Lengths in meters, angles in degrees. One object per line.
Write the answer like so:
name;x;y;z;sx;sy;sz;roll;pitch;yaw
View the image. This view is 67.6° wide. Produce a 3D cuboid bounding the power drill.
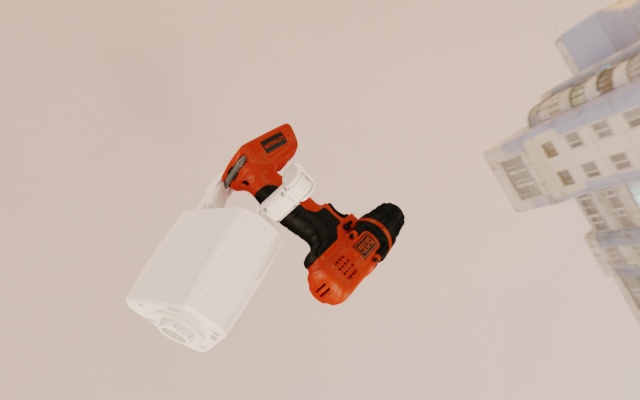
power drill;0.000;0.002;0.525;0.057;0.187;0.184;-50;-7;36
